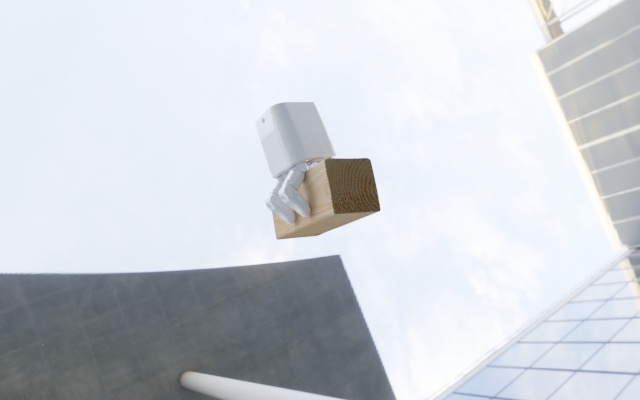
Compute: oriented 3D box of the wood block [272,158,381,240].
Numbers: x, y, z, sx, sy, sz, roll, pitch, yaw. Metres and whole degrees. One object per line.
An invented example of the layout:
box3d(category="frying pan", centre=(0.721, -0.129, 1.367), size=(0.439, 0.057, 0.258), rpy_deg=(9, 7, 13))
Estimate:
box3d(category="wood block", centre=(0.000, 0.002, 0.817), size=(0.091, 0.090, 0.206), rpy_deg=(-4, -12, -31))
